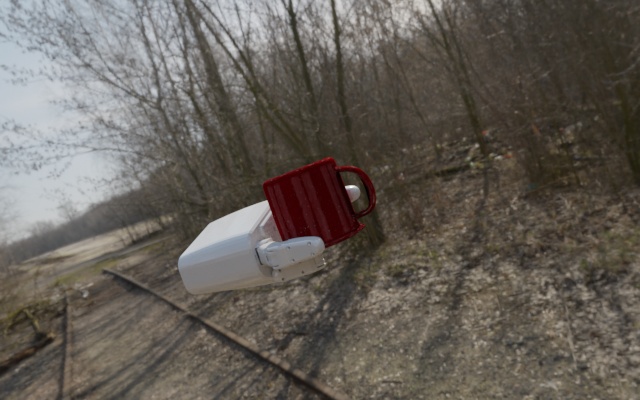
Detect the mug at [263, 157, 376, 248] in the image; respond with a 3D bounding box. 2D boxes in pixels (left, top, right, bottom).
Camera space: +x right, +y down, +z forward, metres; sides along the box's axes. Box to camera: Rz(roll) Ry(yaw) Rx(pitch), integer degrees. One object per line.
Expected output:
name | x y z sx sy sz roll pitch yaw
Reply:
mug | 0.001 0.001 0.496 0.117 0.081 0.093 -19 5 24
